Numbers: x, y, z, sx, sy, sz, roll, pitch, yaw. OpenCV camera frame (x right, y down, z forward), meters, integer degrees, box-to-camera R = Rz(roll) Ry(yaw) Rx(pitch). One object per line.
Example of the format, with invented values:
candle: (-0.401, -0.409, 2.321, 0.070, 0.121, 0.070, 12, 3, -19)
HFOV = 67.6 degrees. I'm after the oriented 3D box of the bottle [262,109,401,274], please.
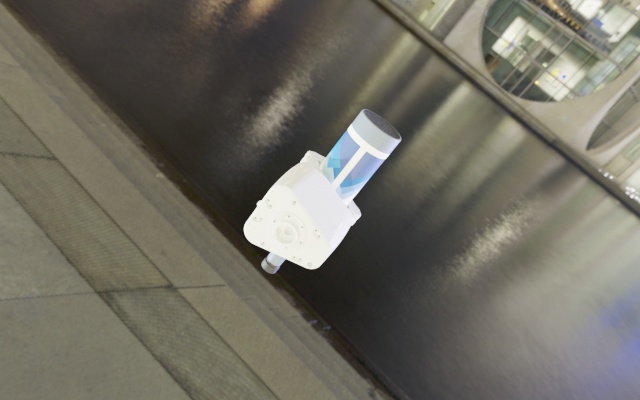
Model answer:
bottle: (0.000, 0.002, 0.706, 0.069, 0.296, 0.069, 31, 25, -16)
